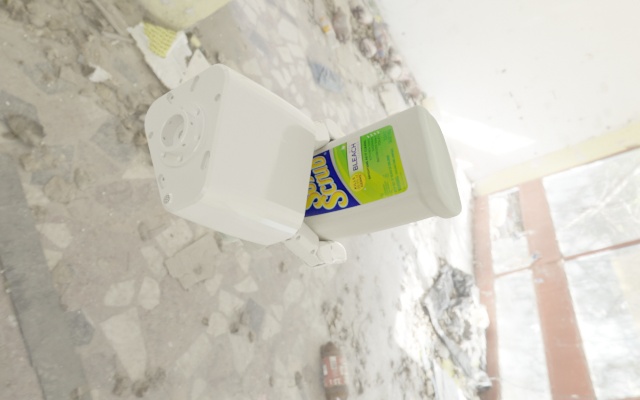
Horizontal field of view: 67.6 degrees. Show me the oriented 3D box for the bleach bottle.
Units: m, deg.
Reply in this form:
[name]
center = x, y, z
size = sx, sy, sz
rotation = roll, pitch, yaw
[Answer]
[bleach bottle]
center = 0.000, 0.001, 0.465
size = 0.251, 0.102, 0.068
rotation = -21, -26, 28
